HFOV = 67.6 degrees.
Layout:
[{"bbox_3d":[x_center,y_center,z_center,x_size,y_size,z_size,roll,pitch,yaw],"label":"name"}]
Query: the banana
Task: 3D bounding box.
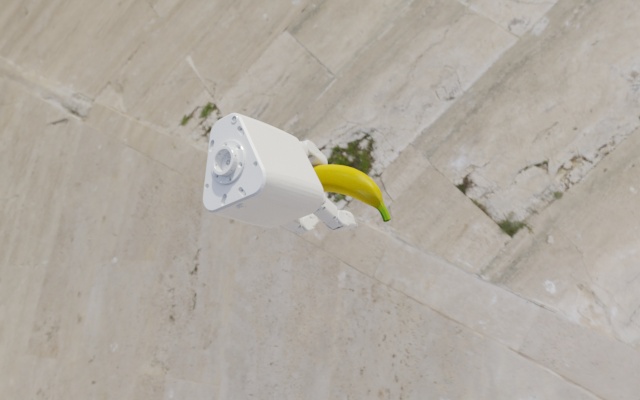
[{"bbox_3d":[0.005,-0.016,0.661,0.198,0.069,0.037,8,3,33],"label":"banana"}]
